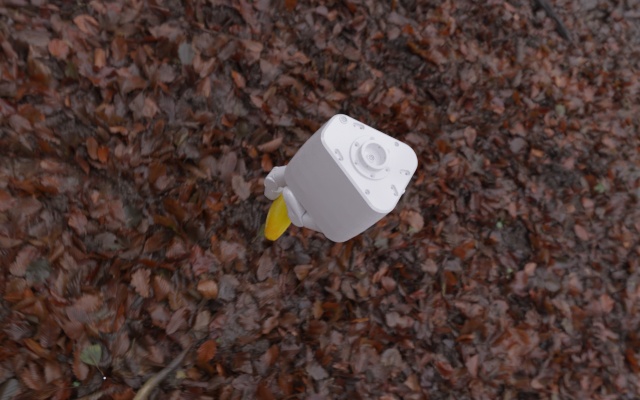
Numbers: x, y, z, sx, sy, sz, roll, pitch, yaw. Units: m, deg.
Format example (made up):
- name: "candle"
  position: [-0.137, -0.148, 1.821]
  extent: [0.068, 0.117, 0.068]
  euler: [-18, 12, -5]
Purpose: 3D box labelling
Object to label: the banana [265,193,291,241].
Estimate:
- name: "banana"
  position: [-0.007, -0.015, 0.670]
  extent: [0.197, 0.069, 0.037]
  euler: [-27, -6, -30]
